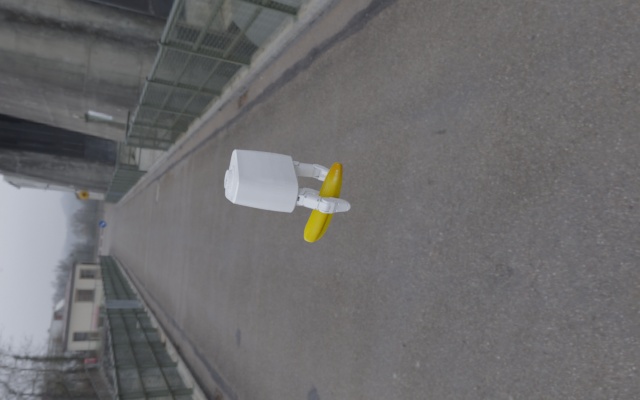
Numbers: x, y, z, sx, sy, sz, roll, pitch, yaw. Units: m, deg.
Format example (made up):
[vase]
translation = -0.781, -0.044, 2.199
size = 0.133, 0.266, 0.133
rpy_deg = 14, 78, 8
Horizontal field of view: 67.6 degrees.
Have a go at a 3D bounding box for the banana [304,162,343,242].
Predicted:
[banana]
translation = 0.001, 0.019, 0.888
size = 0.037, 0.069, 0.198
rpy_deg = 9, -45, -16
